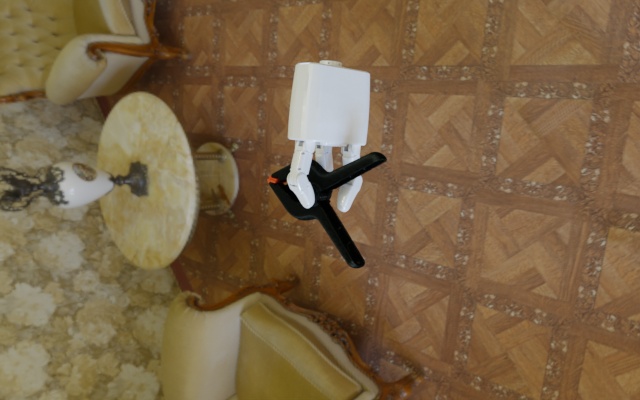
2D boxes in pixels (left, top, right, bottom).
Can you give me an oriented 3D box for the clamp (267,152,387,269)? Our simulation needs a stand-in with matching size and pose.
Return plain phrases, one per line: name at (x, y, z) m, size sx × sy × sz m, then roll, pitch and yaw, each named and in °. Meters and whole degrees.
clamp at (-0.001, 0.002, 0.709) m, size 0.210 × 0.164 × 0.036 m, roll 12°, pitch 9°, yaw 40°
